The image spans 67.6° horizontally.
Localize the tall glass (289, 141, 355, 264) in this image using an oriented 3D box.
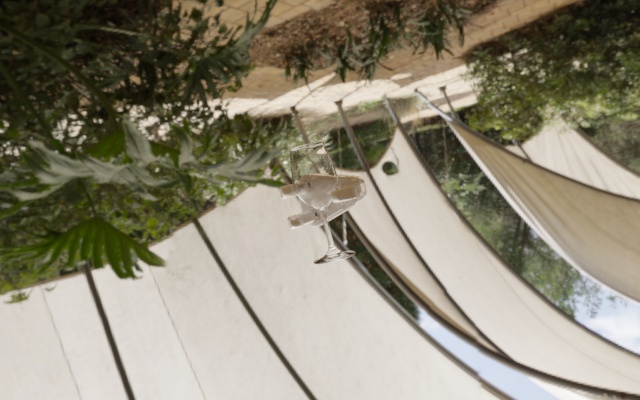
[{"bbox_3d":[0.000,0.003,0.821,0.079,0.201,0.079,-14,2,1],"label":"tall glass"}]
